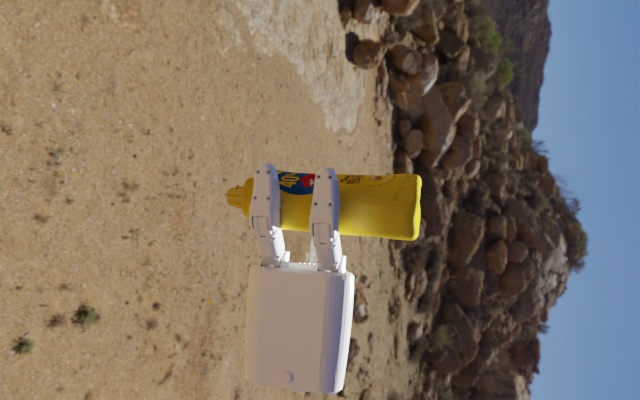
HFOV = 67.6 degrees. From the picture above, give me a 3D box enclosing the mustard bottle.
[{"bbox_3d":[0.000,0.001,0.468,0.191,0.058,0.096,3,18,13],"label":"mustard bottle"}]
